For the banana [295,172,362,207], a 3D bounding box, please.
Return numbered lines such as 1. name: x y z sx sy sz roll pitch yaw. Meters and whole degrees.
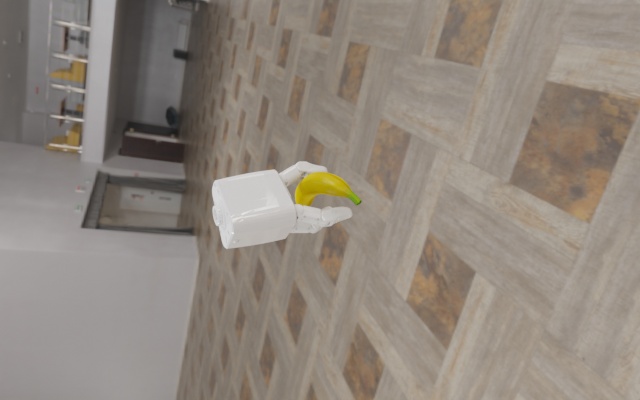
1. banana: -0.006 -0.014 0.821 0.037 0.069 0.198 -28 10 -26
